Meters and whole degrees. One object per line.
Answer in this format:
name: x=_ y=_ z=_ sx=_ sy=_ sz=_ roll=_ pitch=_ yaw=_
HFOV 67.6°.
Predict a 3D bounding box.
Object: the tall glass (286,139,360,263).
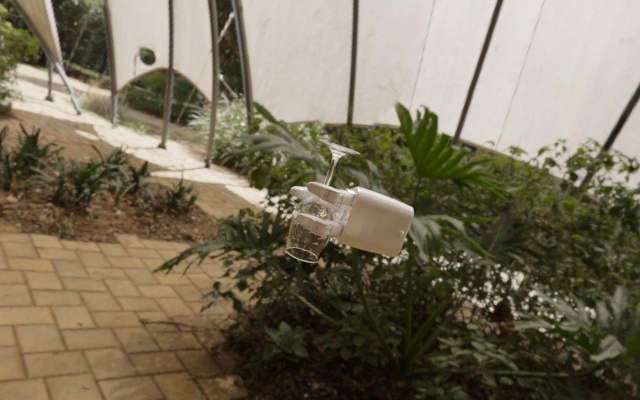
tall glass: x=0.000 y=0.002 z=0.816 sx=0.079 sy=0.201 sz=0.079 roll=19 pitch=9 yaw=-3
